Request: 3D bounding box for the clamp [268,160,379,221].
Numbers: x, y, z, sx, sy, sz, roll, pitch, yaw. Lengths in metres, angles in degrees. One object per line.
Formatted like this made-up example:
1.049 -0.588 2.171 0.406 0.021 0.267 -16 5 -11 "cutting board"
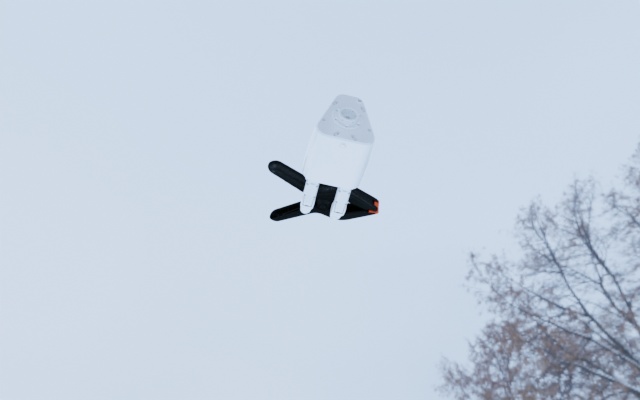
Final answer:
0.001 0.002 0.877 0.210 0.036 0.165 12 -36 -4 "clamp"
